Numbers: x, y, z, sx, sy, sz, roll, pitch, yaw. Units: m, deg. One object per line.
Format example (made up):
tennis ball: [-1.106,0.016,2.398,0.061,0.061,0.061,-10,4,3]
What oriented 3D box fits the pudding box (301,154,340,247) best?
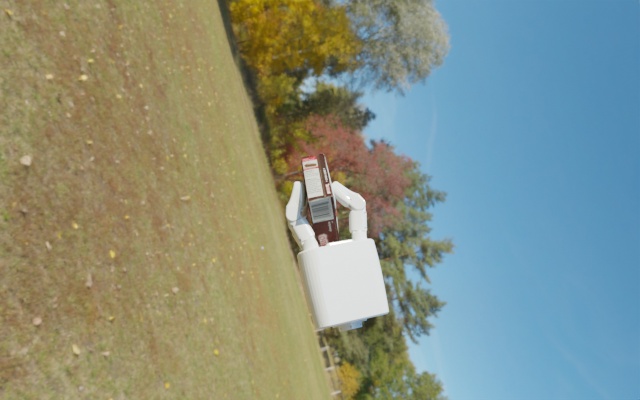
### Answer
pudding box: [0.000,0.002,0.701,0.039,0.090,0.114,-10,-42,-2]
